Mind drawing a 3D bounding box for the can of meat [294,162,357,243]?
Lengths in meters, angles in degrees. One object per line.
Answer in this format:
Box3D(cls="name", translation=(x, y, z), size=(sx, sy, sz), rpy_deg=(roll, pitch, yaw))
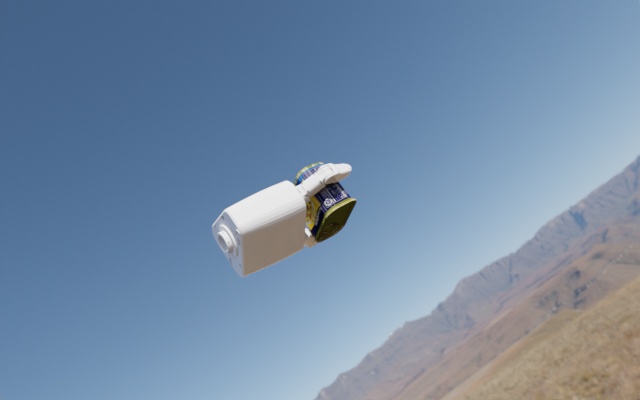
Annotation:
Box3D(cls="can of meat", translation=(0.000, 0.002, 0.737), size=(0.057, 0.084, 0.102), rpy_deg=(-27, -23, -28))
